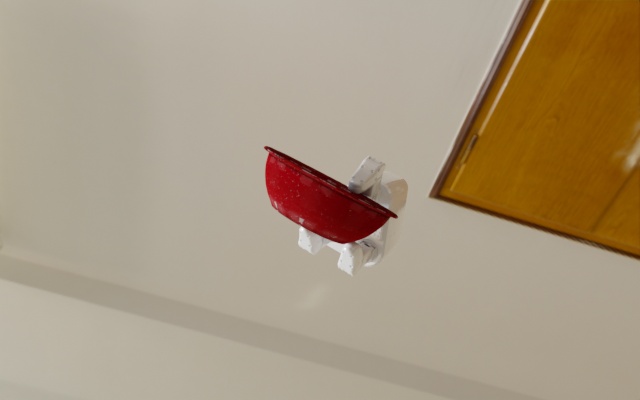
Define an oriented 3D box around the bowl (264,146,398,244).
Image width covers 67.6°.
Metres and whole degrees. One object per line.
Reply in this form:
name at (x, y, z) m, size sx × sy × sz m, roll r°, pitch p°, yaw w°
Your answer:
bowl at (-0.001, 0.002, 0.515) m, size 0.162 × 0.055 × 0.162 m, roll 28°, pitch 4°, yaw -2°
